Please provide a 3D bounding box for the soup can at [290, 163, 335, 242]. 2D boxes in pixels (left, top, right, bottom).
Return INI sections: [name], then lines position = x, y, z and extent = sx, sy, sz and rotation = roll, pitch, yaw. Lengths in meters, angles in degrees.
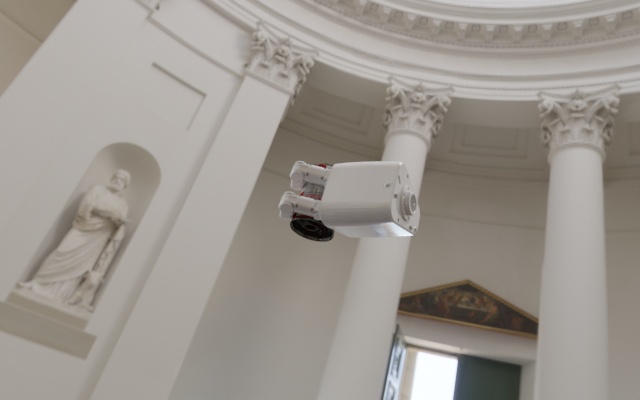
[soup can]
position = 0.000, 0.002, 0.730
extent = 0.068, 0.102, 0.068
rotation = 13, -29, 7
